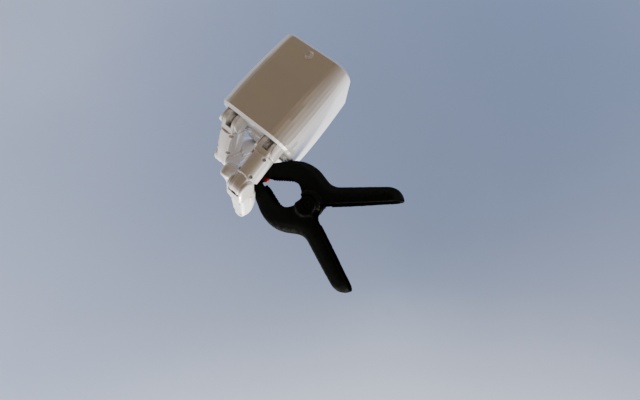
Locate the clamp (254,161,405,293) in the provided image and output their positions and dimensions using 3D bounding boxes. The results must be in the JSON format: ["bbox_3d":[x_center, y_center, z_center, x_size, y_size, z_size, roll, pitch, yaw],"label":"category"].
[{"bbox_3d":[0.000,0.002,0.512,0.171,0.120,0.039,39,-6,14],"label":"clamp"}]
